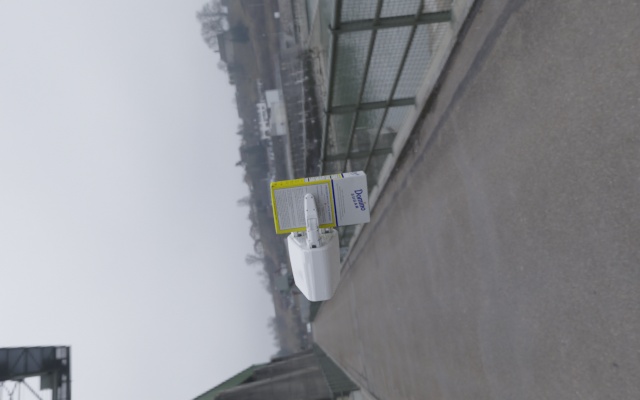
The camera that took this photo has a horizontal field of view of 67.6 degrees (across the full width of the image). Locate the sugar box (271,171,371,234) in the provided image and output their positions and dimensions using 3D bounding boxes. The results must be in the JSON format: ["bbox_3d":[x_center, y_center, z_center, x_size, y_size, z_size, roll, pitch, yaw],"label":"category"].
[{"bbox_3d":[0.000,0.003,0.884,0.176,0.093,0.048,-7,16,-4],"label":"sugar box"}]
